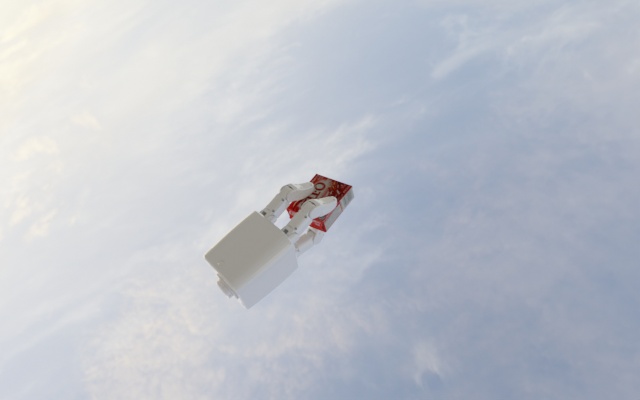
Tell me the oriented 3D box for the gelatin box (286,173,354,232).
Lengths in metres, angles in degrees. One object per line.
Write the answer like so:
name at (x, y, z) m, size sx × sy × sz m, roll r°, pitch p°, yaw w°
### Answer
gelatin box at (0.000, 0.003, 0.767) m, size 0.073 × 0.030 × 0.089 m, roll 21°, pitch 55°, yaw 31°
